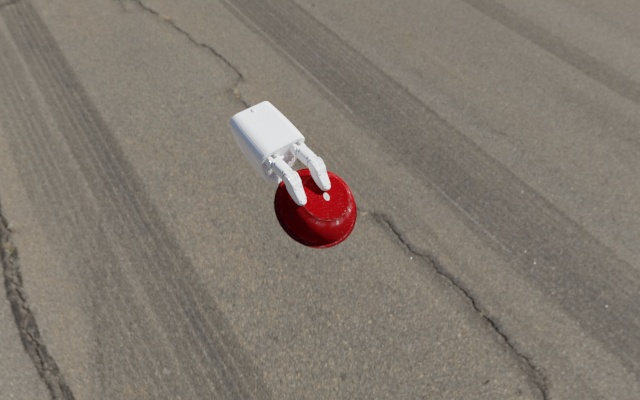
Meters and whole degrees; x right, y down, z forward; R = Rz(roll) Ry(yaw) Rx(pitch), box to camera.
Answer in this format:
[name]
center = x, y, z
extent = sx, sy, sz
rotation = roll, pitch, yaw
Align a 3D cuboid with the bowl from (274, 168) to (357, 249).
[bowl]
center = 0.001, 0.004, 0.865
extent = 0.162, 0.162, 0.055
rotation = 0, -22, -20
